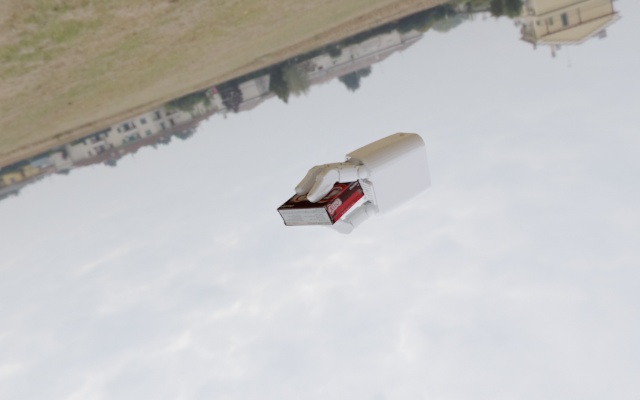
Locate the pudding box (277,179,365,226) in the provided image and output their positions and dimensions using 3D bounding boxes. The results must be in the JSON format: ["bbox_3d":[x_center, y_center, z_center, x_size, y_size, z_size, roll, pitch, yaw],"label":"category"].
[{"bbox_3d":[0.000,0.003,0.758,0.113,0.039,0.090,-7,25,46],"label":"pudding box"}]
